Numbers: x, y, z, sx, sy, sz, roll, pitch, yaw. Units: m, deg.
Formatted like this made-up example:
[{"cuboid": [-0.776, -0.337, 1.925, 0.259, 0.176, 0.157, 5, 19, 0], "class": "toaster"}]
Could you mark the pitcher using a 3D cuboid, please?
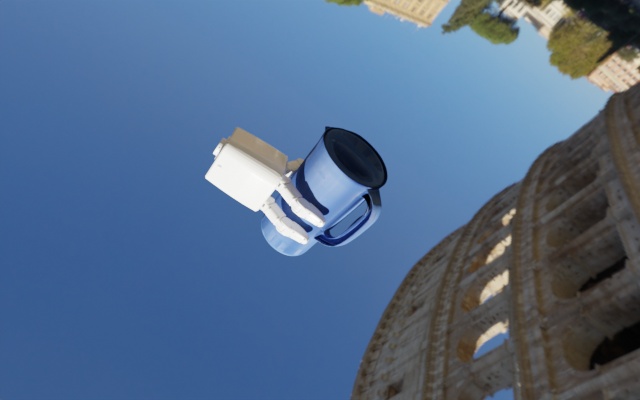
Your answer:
[{"cuboid": [0.000, 0.003, 0.848, 0.145, 0.149, 0.243, 33, -53, -13], "class": "pitcher"}]
